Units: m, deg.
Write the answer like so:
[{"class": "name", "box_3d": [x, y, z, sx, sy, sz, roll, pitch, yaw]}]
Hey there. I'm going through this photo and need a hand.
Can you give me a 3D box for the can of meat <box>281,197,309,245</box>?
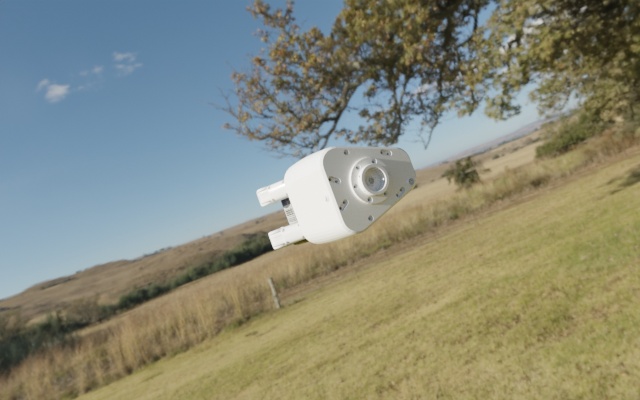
[{"class": "can of meat", "box_3d": [0.000, 0.002, 0.628, 0.102, 0.084, 0.057, -20, 0, -21]}]
